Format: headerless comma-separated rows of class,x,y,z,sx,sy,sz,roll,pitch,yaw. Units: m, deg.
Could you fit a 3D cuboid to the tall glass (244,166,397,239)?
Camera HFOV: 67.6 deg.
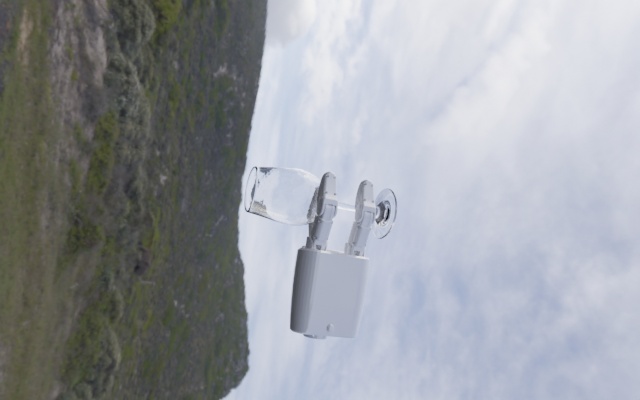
tall glass,0.001,0.002,0.659,0.201,0.079,0.079,11,-4,-20
